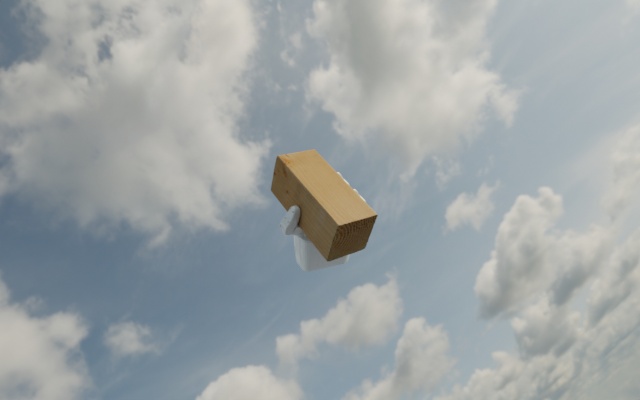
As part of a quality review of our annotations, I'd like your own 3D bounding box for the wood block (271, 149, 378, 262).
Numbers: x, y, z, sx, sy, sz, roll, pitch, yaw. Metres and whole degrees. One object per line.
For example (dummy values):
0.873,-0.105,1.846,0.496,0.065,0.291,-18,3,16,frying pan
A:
0.000,0.003,0.890,0.091,0.090,0.206,-15,47,-33,wood block
